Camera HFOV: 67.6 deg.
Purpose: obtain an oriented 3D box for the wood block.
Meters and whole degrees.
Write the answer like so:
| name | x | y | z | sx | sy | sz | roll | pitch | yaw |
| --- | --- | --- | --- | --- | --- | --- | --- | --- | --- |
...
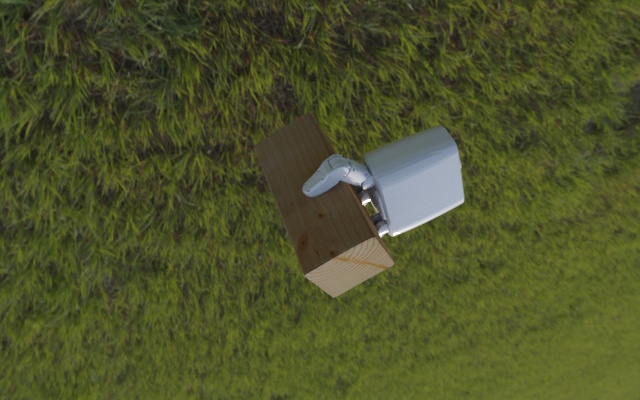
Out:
| name | x | y | z | sx | sy | sz | roll | pitch | yaw |
| --- | --- | --- | --- | --- | --- | --- | --- | --- | --- |
| wood block | 0.000 | 0.002 | 0.602 | 0.090 | 0.206 | 0.091 | -30 | -35 | 7 |
